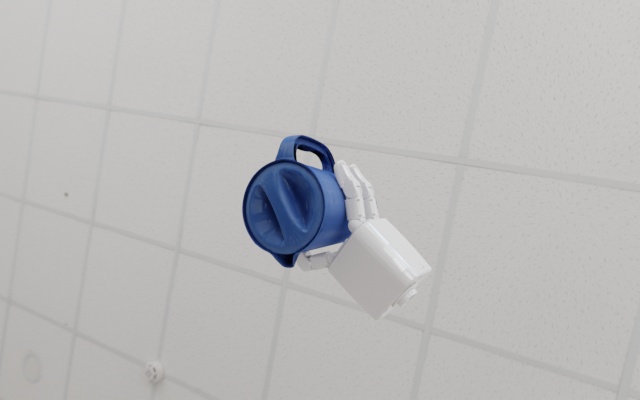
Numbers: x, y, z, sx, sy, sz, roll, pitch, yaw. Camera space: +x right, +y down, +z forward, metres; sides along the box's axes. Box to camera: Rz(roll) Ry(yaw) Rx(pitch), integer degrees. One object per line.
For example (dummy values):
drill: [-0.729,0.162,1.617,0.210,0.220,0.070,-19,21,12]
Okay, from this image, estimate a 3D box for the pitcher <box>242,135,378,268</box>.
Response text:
pitcher: [0.000,0.003,0.750,0.145,0.149,0.243,47,18,20]
